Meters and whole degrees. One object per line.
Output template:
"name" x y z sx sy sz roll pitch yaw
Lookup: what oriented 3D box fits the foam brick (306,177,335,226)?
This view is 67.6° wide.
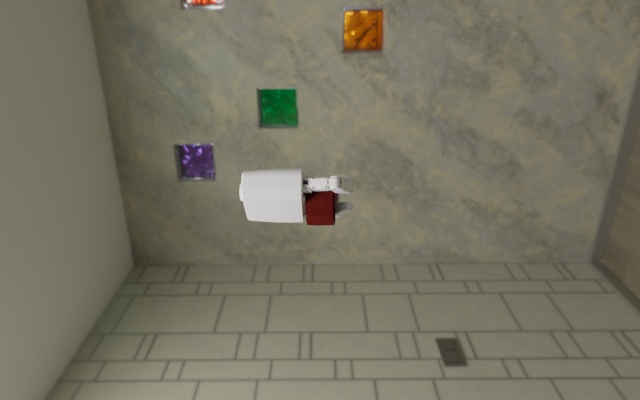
"foam brick" 0.000 0.003 0.852 0.051 0.078 0.053 -1 -16 0
